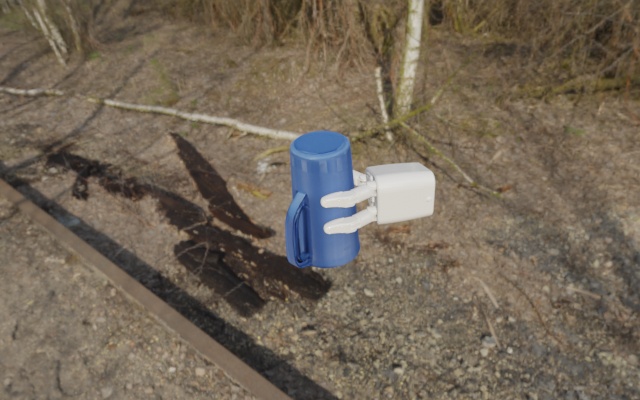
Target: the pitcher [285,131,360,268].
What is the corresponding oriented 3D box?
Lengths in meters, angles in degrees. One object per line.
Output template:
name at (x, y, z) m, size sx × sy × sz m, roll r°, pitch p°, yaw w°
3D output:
pitcher at (0.000, 0.003, 0.895) m, size 0.145 × 0.243 × 0.149 m, roll -6°, pitch 33°, yaw -2°
